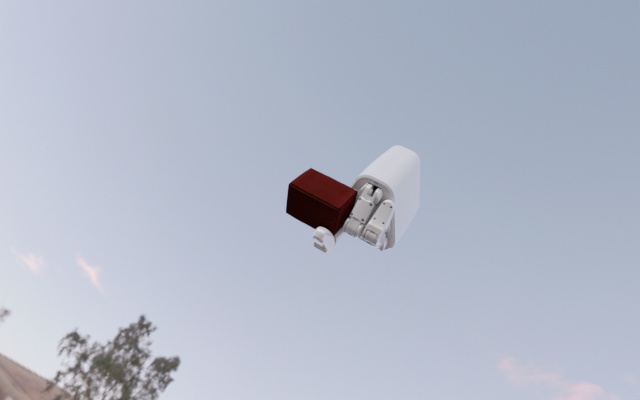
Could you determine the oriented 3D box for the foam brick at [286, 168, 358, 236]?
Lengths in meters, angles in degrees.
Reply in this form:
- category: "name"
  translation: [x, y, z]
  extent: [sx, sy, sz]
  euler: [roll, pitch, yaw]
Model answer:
- category: "foam brick"
  translation: [0.000, 0.002, 0.640]
  extent: [0.078, 0.053, 0.051]
  euler: [28, 43, 18]
